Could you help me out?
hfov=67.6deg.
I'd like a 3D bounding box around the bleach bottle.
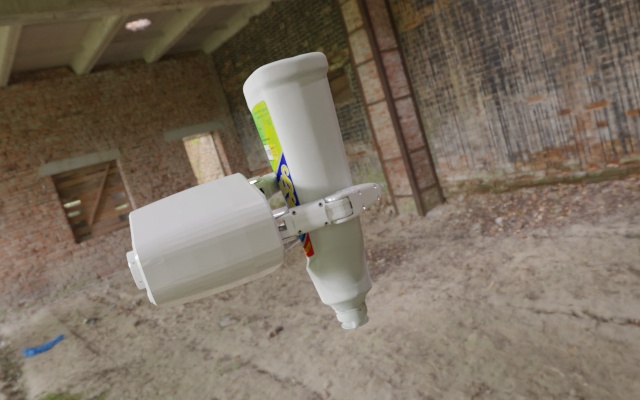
[{"bbox_3d":[0.000,0.001,0.445,0.068,0.251,0.102,-20,8,-17],"label":"bleach bottle"}]
